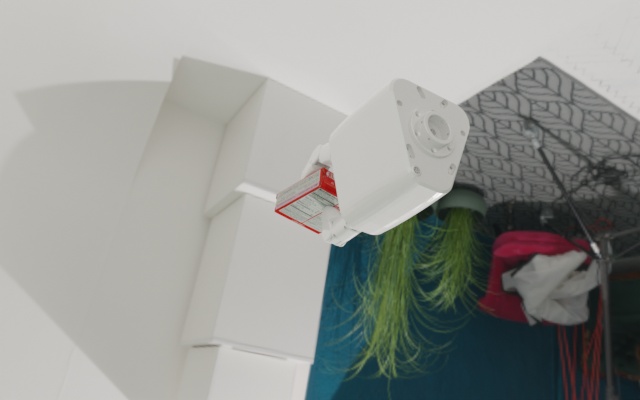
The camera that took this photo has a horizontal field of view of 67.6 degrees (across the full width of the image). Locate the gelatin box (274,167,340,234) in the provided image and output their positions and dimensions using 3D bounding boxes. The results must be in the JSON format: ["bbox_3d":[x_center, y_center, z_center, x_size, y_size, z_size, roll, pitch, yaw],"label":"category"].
[{"bbox_3d":[0.000,0.002,0.575,0.073,0.030,0.089,28,-40,-32],"label":"gelatin box"}]
